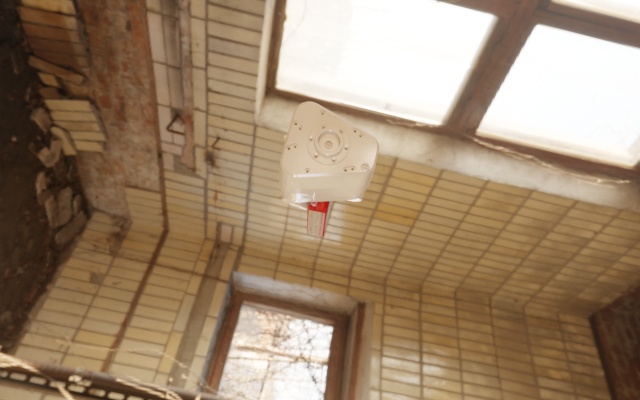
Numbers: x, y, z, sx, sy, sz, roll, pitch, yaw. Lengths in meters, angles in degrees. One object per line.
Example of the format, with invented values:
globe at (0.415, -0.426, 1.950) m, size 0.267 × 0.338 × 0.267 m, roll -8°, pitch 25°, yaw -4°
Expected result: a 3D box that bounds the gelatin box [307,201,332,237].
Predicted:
gelatin box at (0.001, 0.003, 0.704) m, size 0.030 × 0.073 × 0.089 m, roll 11°, pitch -27°, yaw 4°
